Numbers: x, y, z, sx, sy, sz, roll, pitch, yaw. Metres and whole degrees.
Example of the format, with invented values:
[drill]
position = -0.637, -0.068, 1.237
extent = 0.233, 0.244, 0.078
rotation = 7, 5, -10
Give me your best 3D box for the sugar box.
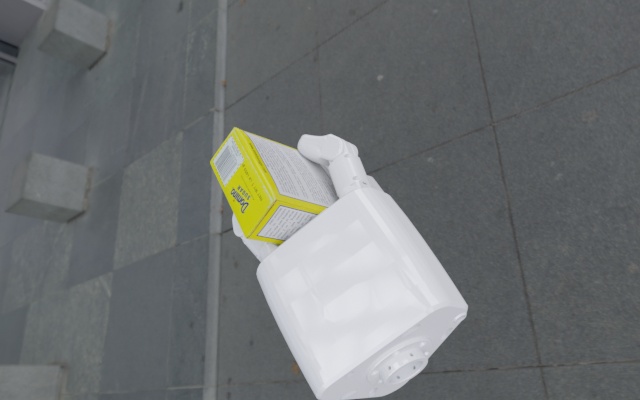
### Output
[sugar box]
position = 0.000, 0.002, 0.415
extent = 0.176, 0.048, 0.093
rotation = 19, 29, -44
